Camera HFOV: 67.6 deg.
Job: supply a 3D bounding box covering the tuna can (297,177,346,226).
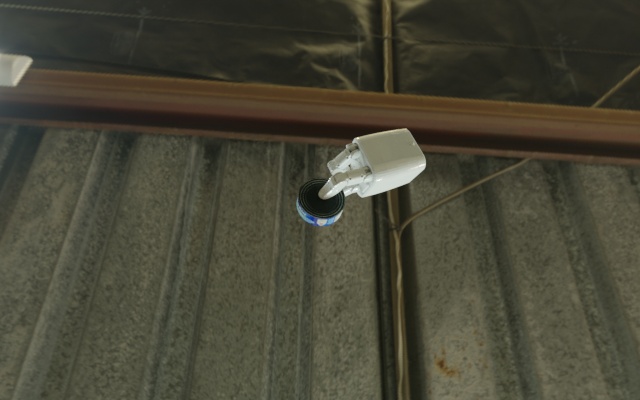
[{"bbox_3d":[0.000,0.003,0.856,0.086,0.086,0.034,0,-31,-10],"label":"tuna can"}]
